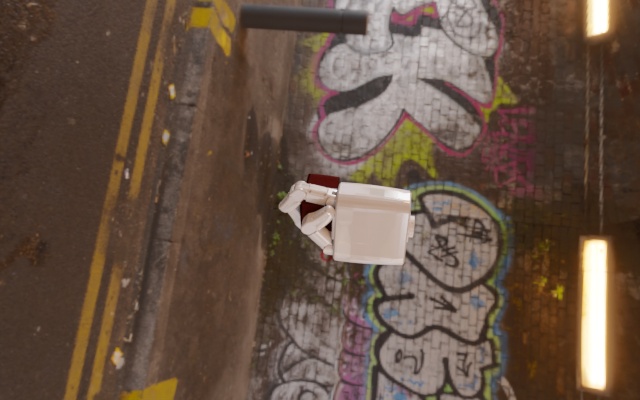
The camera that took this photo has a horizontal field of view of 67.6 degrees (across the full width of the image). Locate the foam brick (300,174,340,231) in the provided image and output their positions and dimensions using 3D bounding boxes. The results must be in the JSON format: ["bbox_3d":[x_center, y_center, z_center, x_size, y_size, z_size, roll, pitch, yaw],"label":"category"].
[{"bbox_3d":[0.000,0.002,0.746,0.051,0.053,0.078,5,39,7],"label":"foam brick"}]
